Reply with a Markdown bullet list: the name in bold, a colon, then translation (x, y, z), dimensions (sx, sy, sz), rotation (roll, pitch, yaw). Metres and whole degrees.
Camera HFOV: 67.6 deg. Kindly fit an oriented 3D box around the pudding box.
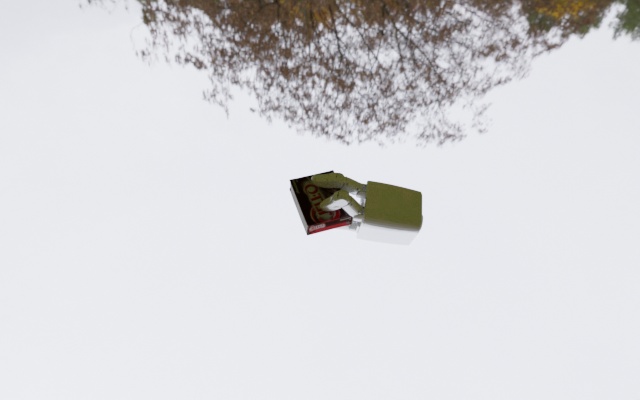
- **pudding box**: translation (0.000, 0.003, 0.887), dimensions (0.090, 0.113, 0.039), rotation (-13, -36, -16)
